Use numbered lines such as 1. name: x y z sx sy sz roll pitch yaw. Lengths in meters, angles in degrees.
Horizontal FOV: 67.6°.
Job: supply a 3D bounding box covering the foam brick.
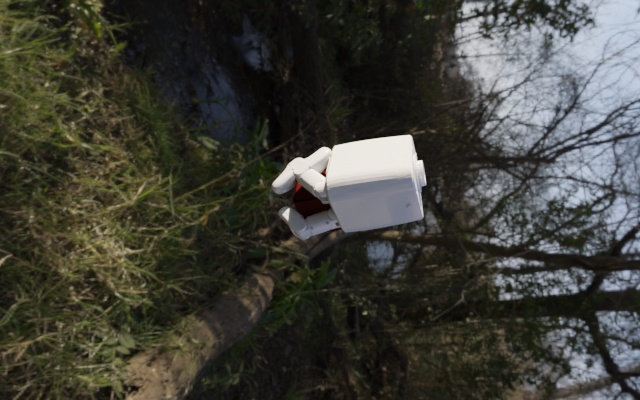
1. foam brick: 0.000 0.002 0.663 0.051 0.053 0.078 -9 -39 15
